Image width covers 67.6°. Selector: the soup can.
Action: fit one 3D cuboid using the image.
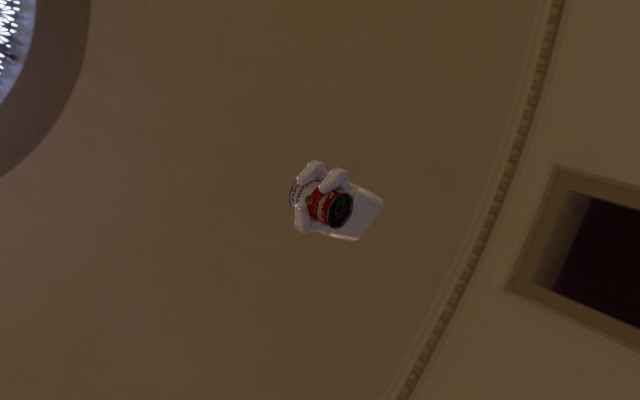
[{"bbox_3d":[0.000,0.003,0.873,0.102,0.068,0.068,24,16,39],"label":"soup can"}]
